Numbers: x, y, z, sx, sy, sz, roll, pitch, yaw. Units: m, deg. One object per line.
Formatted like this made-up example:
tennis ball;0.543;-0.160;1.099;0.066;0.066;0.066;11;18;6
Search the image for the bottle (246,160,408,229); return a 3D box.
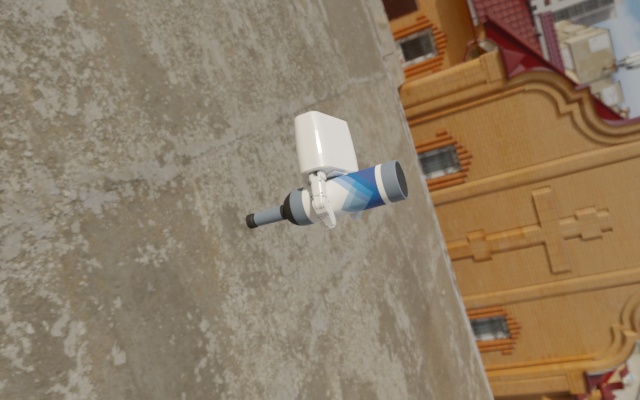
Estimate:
bottle;0.000;0.003;0.829;0.296;0.069;0.069;-16;-6;22
